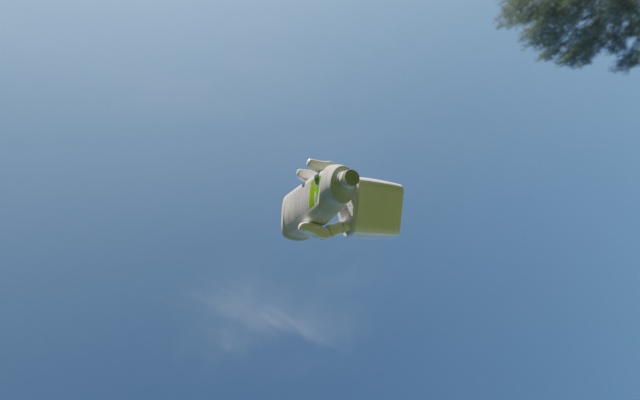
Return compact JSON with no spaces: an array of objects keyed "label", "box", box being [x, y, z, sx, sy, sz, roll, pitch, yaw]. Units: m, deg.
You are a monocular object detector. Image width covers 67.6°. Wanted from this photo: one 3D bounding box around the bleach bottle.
[{"label":"bleach bottle","box":[0.000,0.003,0.887,0.068,0.102,0.251,7,-18,-24]}]
